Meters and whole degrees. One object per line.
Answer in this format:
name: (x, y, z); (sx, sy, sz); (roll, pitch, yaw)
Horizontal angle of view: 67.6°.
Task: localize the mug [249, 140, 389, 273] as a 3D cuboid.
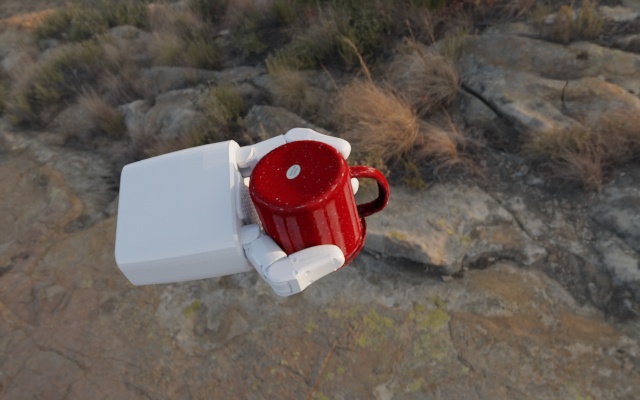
mug: (0.001, 0.001, 0.403); (0.117, 0.093, 0.082); (-12, -42, 4)
